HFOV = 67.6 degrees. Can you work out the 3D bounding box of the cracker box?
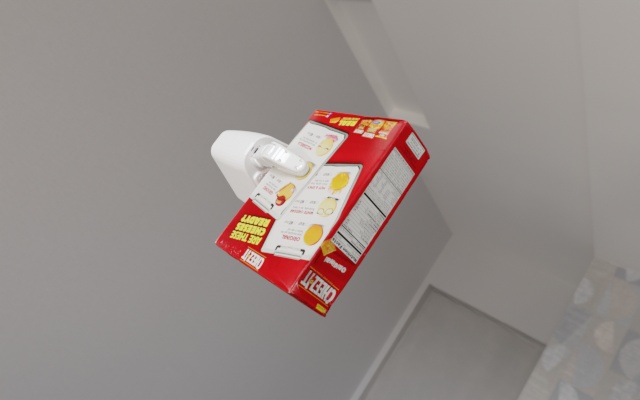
[{"bbox_3d":[0.000,0.002,0.546,0.164,0.213,0.072,20,-19,51],"label":"cracker box"}]
